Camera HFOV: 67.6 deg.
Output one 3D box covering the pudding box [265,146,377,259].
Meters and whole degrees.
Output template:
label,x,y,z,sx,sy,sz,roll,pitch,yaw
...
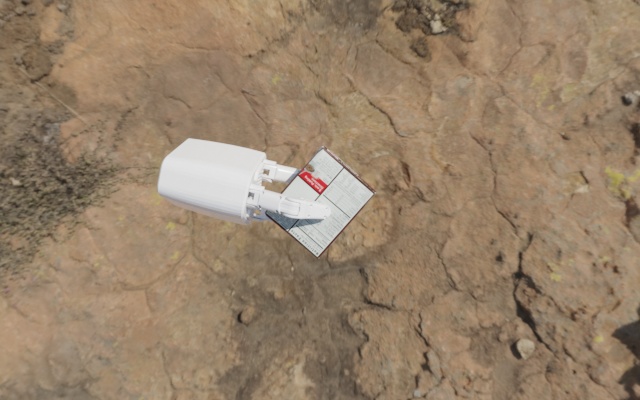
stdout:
label,x,y,z,sx,sy,sz,roll,pitch,yaw
pudding box,0.000,0.002,0.595,0.090,0.113,0.039,41,7,-3
